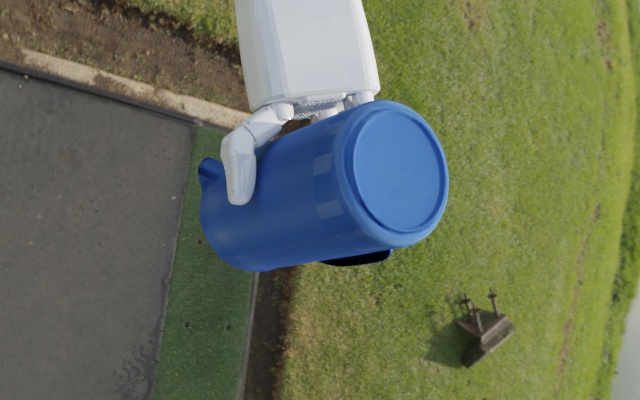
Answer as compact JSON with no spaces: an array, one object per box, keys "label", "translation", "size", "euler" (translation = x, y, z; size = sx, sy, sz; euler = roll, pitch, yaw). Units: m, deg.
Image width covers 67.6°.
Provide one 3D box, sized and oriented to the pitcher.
[{"label":"pitcher","translation":[0.000,0.001,0.438],"size":[0.149,0.145,0.243],"euler":[-10,-2,-34]}]
